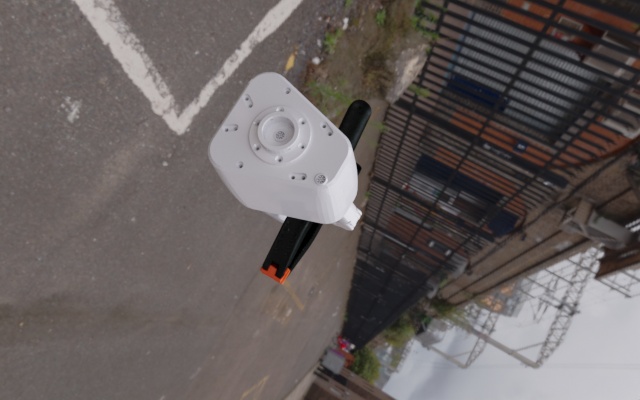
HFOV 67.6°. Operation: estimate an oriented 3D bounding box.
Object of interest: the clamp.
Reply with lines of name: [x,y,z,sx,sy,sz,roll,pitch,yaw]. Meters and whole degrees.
clamp: [0.001,0.003,0.561,0.036,0.210,0.164,28,-11,12]
